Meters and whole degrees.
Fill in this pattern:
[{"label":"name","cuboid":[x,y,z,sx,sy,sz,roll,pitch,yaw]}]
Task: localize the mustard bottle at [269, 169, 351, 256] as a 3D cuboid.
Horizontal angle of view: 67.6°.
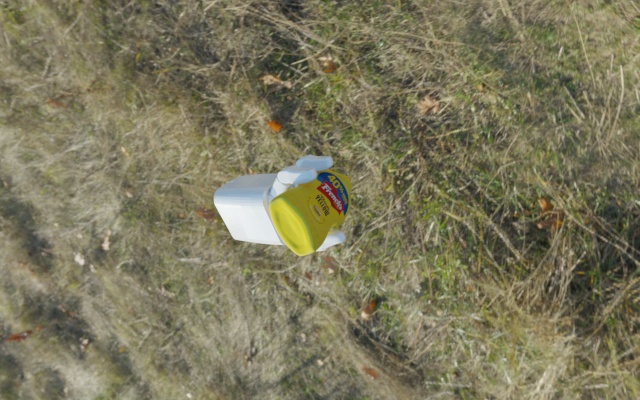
[{"label":"mustard bottle","cuboid":[0.000,0.003,0.755,0.058,0.096,0.191,-26,9,35]}]
